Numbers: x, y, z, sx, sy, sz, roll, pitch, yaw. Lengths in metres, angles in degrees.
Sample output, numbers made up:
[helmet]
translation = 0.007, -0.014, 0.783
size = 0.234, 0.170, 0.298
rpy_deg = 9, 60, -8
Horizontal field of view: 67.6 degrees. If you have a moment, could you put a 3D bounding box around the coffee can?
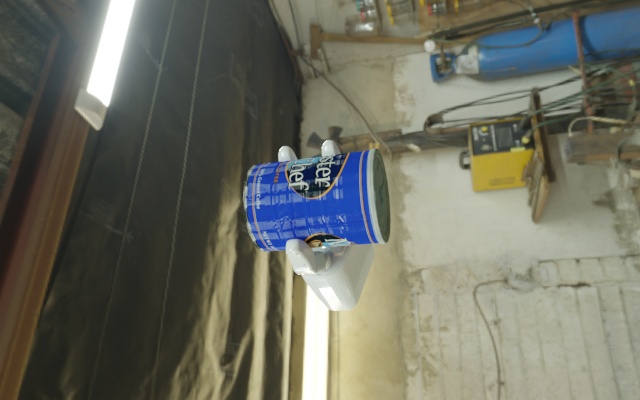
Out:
[coffee can]
translation = 0.000, 0.002, 0.530
size = 0.140, 0.103, 0.103
rpy_deg = -6, -2, 16
